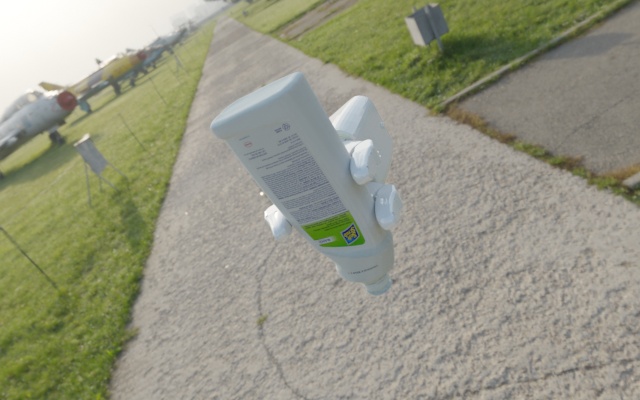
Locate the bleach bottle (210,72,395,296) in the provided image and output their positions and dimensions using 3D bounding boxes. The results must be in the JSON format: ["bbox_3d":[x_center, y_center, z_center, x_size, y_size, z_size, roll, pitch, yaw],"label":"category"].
[{"bbox_3d":[0.000,0.002,0.492,0.102,0.251,0.068,-16,28,31],"label":"bleach bottle"}]
